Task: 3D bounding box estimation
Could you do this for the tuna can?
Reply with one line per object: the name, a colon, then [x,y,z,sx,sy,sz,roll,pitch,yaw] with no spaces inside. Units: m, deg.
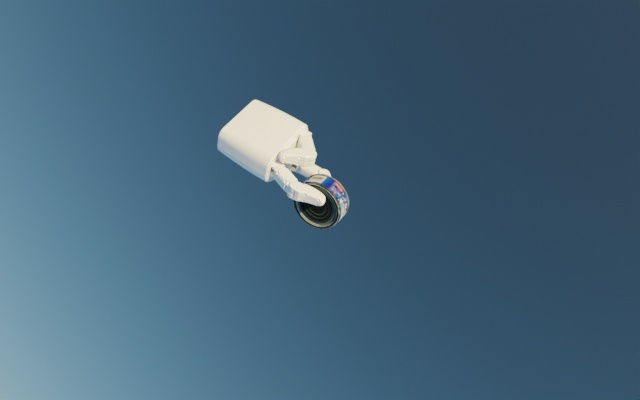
tuna can: [0.000,0.003,0.762,0.086,0.086,0.033,0,28,31]
